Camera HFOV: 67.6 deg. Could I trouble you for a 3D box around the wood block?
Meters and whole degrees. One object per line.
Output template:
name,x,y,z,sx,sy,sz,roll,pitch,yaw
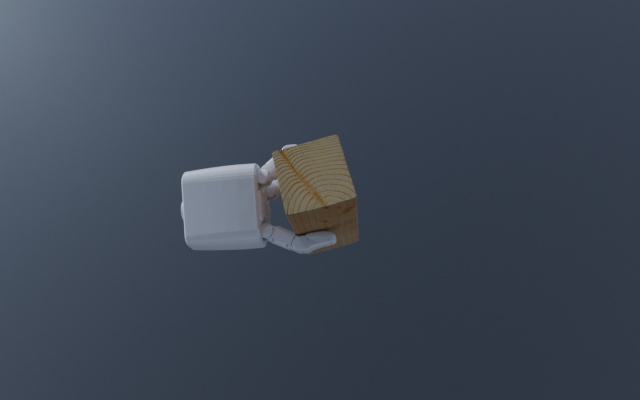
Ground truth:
wood block,0.000,0.003,0.681,0.090,0.090,0.206,-15,-20,0
